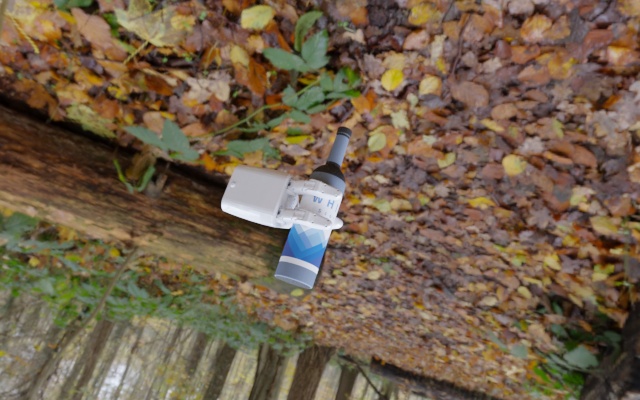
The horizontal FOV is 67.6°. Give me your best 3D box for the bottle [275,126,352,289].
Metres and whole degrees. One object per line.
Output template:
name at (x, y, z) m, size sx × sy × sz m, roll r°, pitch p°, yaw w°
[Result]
bottle at (0.000, 0.003, 0.837) m, size 0.069 × 0.295 × 0.069 m, roll 17°, pitch -17°, yaw 6°
